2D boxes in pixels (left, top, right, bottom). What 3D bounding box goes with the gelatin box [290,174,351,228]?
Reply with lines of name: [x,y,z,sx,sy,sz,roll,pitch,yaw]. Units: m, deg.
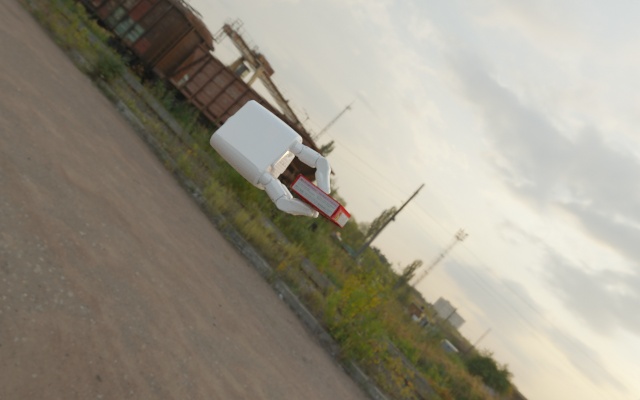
gelatin box: [0.001,0.002,0.760,0.089,0.030,0.073,36,-4,21]
